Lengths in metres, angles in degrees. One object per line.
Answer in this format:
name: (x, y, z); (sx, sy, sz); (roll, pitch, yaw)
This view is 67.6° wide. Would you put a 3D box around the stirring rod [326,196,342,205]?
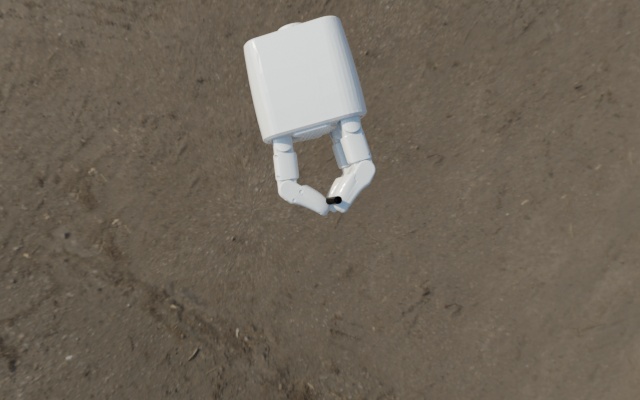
stirring rod: (0.000, 0.002, 0.580); (0.011, 0.011, 0.239); (0, -1, -8)
